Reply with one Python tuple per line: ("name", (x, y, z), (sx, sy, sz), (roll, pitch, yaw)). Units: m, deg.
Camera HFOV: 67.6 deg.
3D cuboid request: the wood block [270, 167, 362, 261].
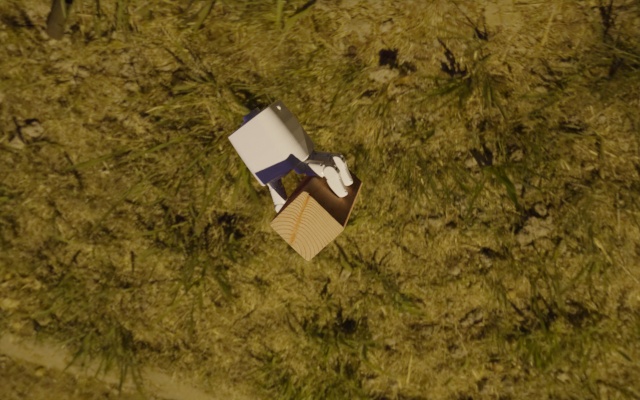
("wood block", (0.000, 0.003, 0.840), (0.091, 0.090, 0.206), (-43, 7, 25))
